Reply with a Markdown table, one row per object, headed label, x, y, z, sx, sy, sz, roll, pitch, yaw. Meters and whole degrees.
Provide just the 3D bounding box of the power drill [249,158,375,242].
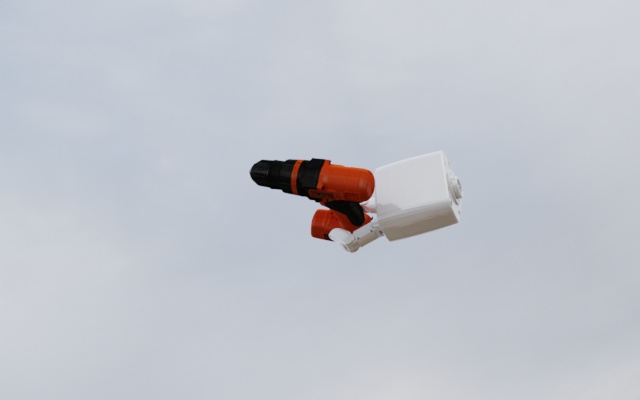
| label | x | y | z | sx | sy | sz | roll | pitch | yaw |
| --- | --- | --- | --- | --- | --- | --- | --- | --- | --- |
| power drill | 0.000 | 0.003 | 0.731 | 0.184 | 0.057 | 0.188 | 9 | -24 | 19 |
